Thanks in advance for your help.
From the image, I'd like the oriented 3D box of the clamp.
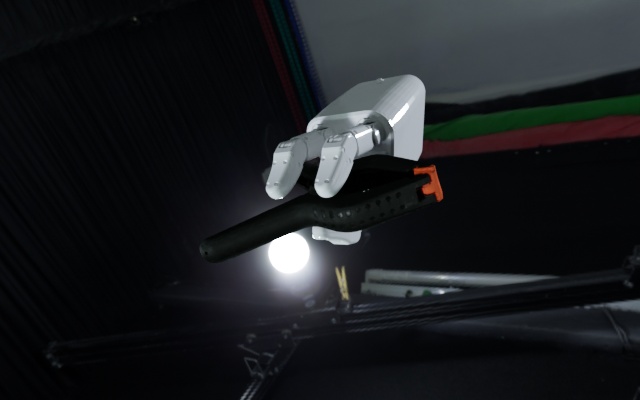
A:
[{"bbox_3d":[0.001,0.002,0.428,0.210,0.036,0.164,-1,36,36],"label":"clamp"}]
